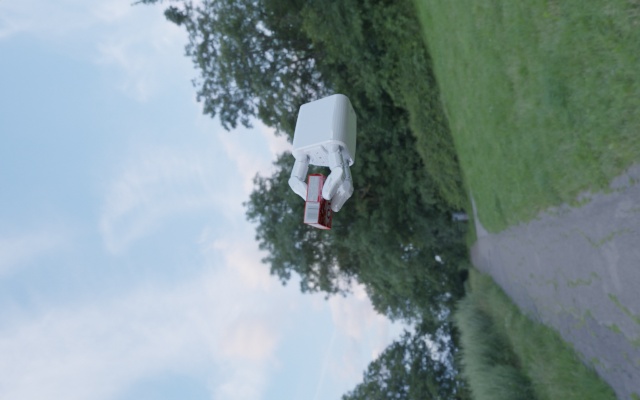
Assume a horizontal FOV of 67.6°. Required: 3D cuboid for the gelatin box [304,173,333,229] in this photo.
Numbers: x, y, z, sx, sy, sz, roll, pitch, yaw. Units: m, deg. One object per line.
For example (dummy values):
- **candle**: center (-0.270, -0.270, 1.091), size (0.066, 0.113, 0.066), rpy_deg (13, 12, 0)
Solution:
- **gelatin box**: center (0.000, 0.003, 0.856), size (0.030, 0.089, 0.073), rpy_deg (3, -9, 20)
